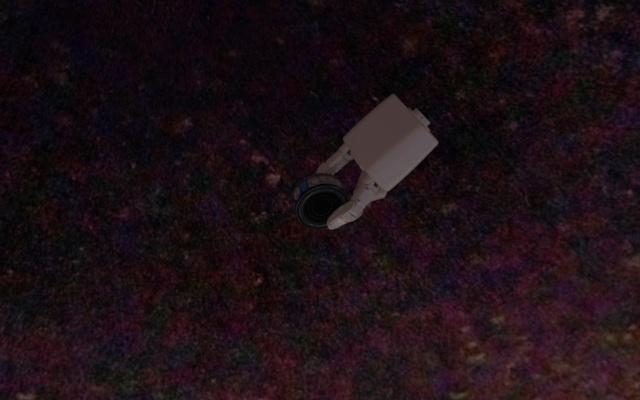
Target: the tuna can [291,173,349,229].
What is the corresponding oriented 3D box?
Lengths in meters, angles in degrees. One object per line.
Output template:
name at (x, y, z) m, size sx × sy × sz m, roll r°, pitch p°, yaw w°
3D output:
tuna can at (0.000, 0.003, 0.734) m, size 0.086 × 0.086 × 0.033 m, roll 0°, pitch 37°, yaw -15°
